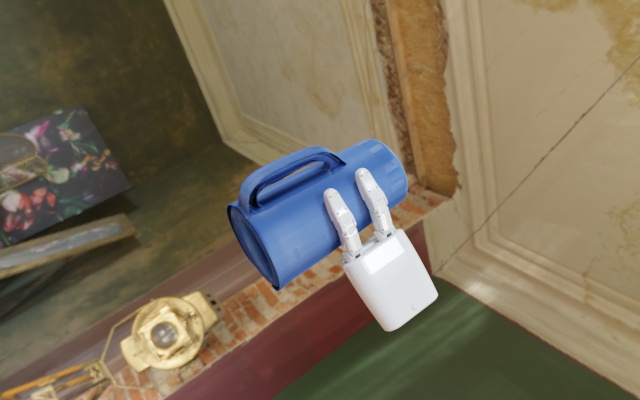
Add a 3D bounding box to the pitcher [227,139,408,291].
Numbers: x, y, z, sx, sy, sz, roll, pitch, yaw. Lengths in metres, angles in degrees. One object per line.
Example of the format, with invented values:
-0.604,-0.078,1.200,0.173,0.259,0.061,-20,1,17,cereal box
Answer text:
0.000,0.002,0.667,0.243,0.145,0.149,-31,-1,-21,pitcher
